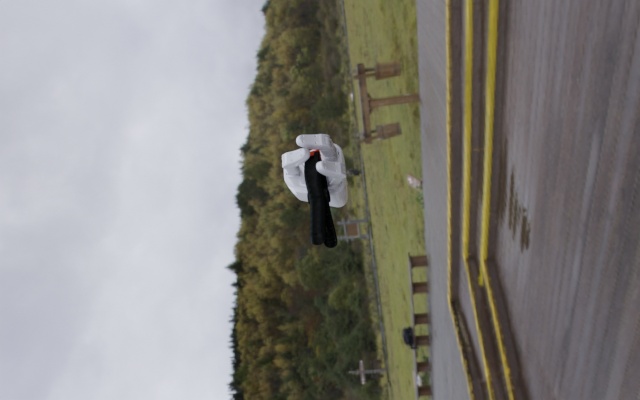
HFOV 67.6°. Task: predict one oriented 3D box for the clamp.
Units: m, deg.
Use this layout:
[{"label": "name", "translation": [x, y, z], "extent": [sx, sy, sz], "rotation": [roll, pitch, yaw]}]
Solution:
[{"label": "clamp", "translation": [-0.001, 0.003, 0.814], "extent": [0.039, 0.171, 0.120], "rotation": [-6, -18, 6]}]
